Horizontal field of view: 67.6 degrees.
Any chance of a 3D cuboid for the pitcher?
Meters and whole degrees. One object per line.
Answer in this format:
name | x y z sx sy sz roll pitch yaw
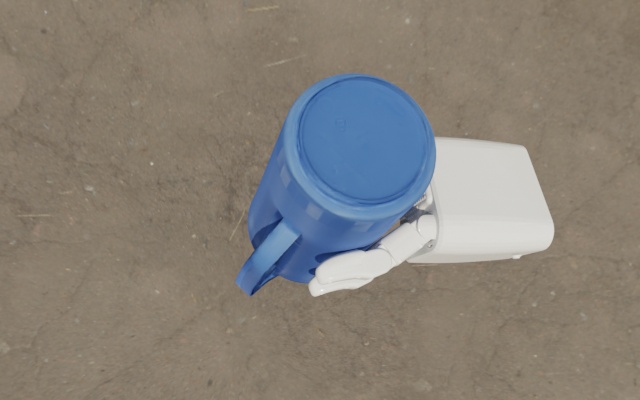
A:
pitcher | 0.000 0.001 0.423 0.145 0.149 0.243 1 -16 -11
